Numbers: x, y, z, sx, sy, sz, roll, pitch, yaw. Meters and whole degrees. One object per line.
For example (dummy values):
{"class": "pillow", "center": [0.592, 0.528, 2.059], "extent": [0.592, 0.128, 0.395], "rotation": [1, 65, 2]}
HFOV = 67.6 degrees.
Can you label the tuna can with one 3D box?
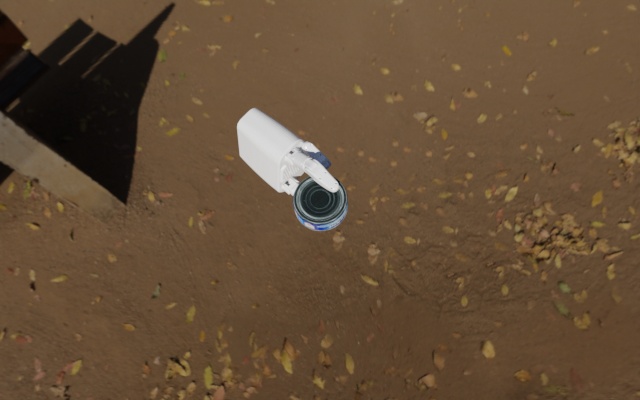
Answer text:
{"class": "tuna can", "center": [0.000, 0.002, 0.745], "extent": [0.086, 0.086, 0.034], "rotation": [0, -21, 3]}
